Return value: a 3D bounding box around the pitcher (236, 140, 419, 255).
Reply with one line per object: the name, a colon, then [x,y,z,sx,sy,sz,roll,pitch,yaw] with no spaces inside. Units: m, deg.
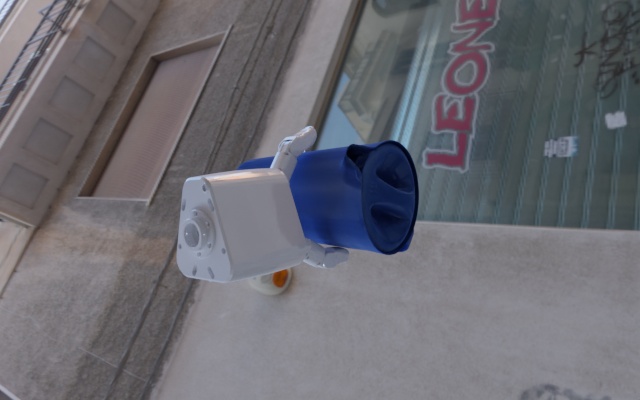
pitcher: [0.000,0.002,0.630,0.243,0.149,0.145,1,9,39]
